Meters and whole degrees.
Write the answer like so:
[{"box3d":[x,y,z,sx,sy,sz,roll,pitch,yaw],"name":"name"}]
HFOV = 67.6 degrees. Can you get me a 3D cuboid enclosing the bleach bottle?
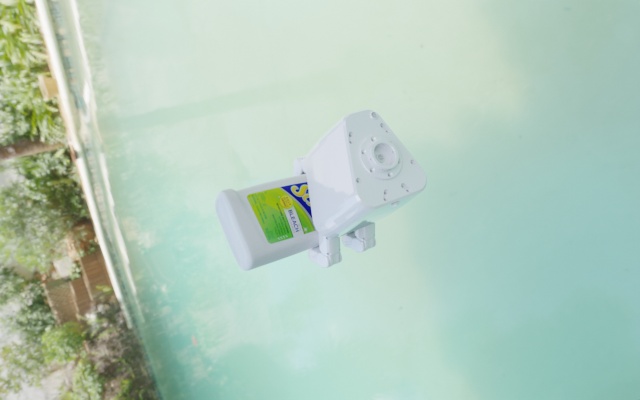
[{"box3d":[0.000,0.002,0.619,0.251,0.102,0.068,-20,-11,-27],"name":"bleach bottle"}]
